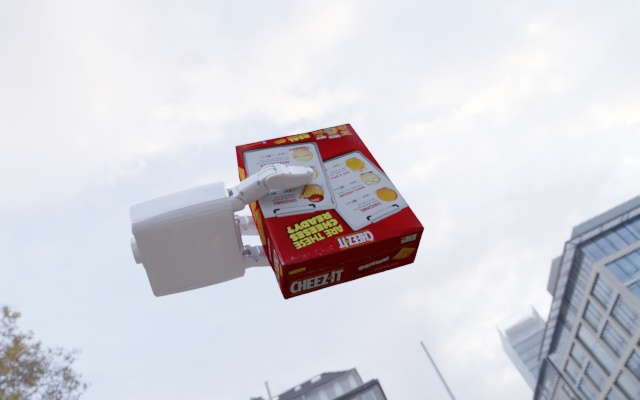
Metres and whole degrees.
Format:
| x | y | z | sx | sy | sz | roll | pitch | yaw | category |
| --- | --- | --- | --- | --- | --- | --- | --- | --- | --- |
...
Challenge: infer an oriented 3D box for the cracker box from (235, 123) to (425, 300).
| x | y | z | sx | sy | sz | roll | pitch | yaw | category |
| --- | --- | --- | --- | --- | --- | --- | --- | --- | --- |
| 0.000 | 0.002 | 0.586 | 0.164 | 0.072 | 0.213 | -13 | 46 | -15 | cracker box |
